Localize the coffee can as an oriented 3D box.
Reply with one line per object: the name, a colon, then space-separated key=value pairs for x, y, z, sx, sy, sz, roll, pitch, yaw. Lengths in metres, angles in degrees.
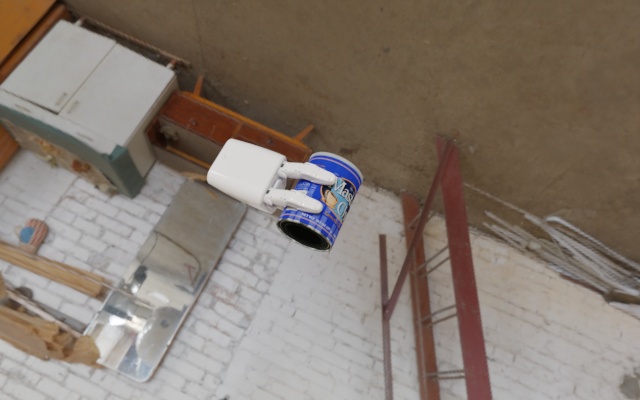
coffee can: x=0.000 y=0.003 z=0.821 sx=0.103 sy=0.140 sz=0.103 roll=22 pitch=-24 yaw=10
